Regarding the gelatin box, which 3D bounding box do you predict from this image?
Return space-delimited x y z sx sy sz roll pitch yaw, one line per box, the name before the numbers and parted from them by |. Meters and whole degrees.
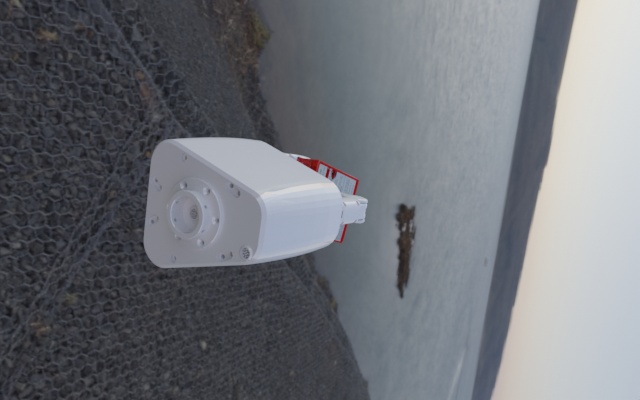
gelatin box | 0.001 0.002 0.493 0.030 0.073 0.089 12 -4 33
